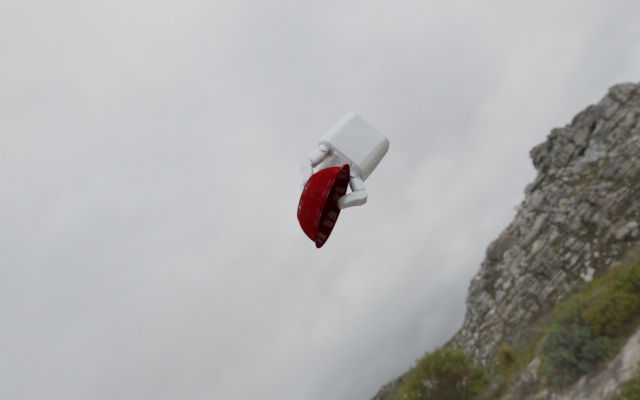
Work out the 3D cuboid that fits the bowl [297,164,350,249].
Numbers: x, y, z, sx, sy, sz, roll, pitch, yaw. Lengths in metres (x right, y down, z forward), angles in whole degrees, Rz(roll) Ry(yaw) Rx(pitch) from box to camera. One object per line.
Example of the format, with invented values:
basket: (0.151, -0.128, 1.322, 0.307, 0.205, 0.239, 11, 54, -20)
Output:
bowl: (-0.001, 0.003, 0.863, 0.055, 0.162, 0.162, 19, 4, 12)
